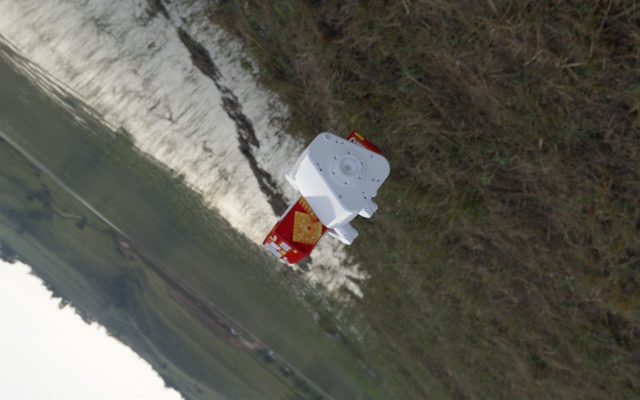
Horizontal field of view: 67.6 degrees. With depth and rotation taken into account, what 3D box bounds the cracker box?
[{"bbox_3d":[0.000,0.003,0.805,0.072,0.213,0.164,39,-18,-2],"label":"cracker box"}]
